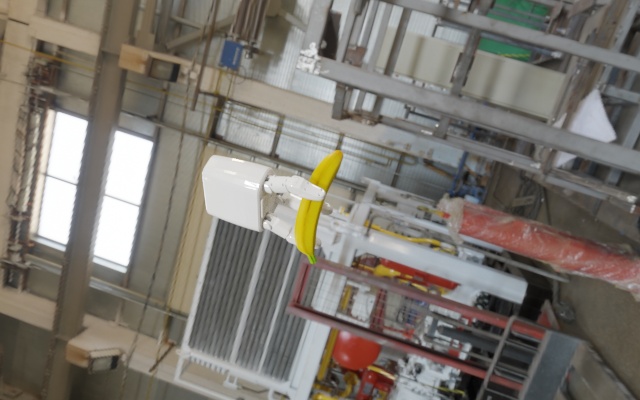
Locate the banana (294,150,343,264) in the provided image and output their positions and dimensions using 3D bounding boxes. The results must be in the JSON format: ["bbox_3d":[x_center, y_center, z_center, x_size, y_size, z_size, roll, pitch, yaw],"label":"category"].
[{"bbox_3d":[-0.006,0.002,0.782,0.037,0.197,0.070,13,-8,21],"label":"banana"}]
